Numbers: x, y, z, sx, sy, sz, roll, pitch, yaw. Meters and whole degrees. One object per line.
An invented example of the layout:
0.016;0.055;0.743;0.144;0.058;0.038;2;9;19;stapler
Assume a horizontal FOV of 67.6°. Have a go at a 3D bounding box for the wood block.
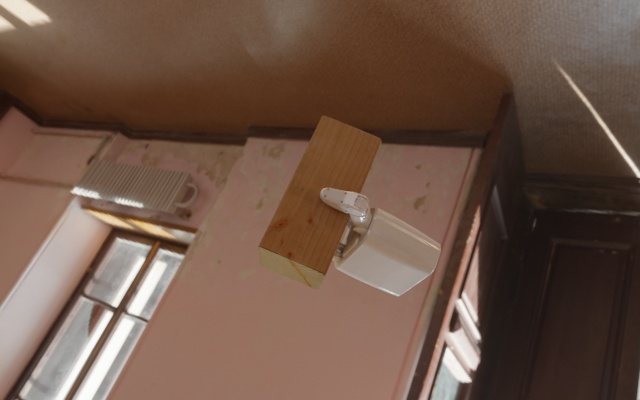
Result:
0.000;0.002;0.648;0.090;0.206;0.091;23;-23;3;wood block
